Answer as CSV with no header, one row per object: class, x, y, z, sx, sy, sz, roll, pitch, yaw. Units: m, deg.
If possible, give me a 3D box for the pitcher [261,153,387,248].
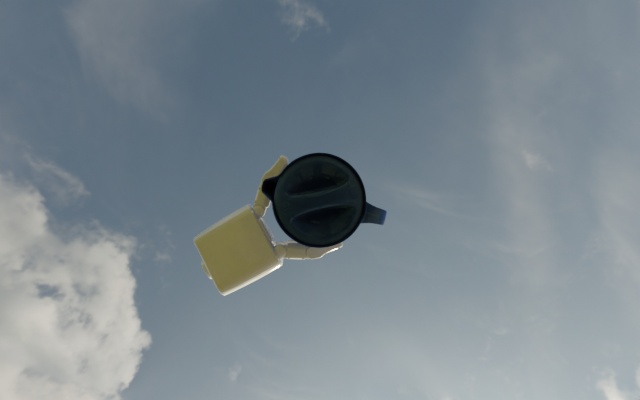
pitcher,0.000,0.003,0.780,0.145,0.149,0.243,-32,3,-3
